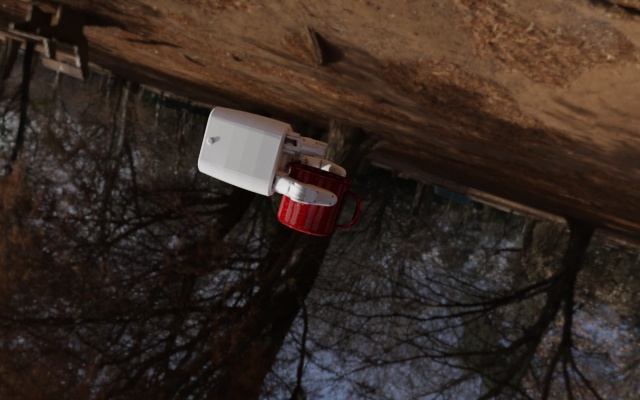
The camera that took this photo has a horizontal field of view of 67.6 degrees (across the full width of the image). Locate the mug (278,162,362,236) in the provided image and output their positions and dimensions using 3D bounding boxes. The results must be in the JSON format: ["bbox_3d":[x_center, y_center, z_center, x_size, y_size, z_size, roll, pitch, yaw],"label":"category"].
[{"bbox_3d":[0.001,0.003,0.666,0.117,0.081,0.093,19,9,9],"label":"mug"}]
